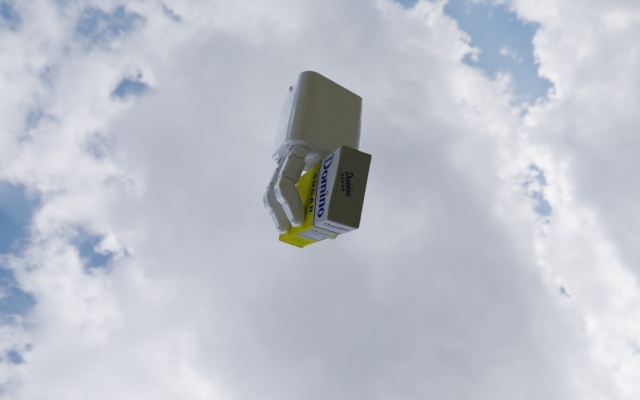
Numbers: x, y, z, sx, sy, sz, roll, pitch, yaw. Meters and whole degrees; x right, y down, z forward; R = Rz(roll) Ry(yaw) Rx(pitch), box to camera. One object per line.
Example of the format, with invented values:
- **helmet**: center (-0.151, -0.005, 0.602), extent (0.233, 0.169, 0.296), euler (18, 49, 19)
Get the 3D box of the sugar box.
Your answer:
- **sugar box**: center (0.000, 0.002, 0.605), extent (0.048, 0.093, 0.176), euler (17, -19, -16)
